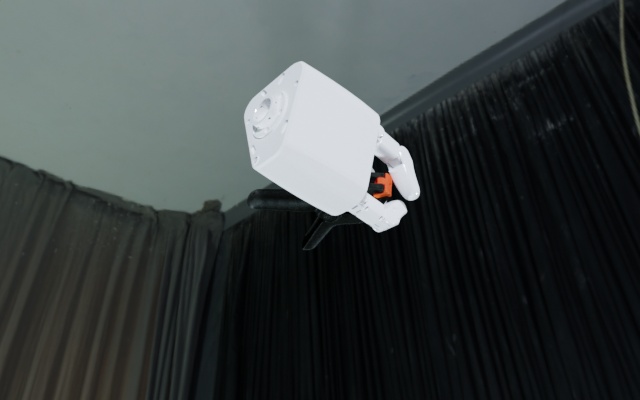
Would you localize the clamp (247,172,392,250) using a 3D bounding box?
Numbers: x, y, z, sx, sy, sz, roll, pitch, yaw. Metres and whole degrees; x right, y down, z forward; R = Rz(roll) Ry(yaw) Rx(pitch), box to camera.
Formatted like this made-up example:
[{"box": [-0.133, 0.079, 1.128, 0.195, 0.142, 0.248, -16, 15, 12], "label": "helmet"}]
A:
[{"box": [0.000, 0.002, 0.558, 0.120, 0.039, 0.171, 30, -44, -35], "label": "clamp"}]
